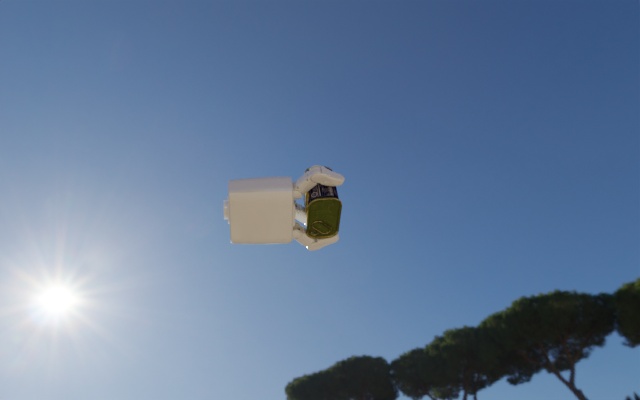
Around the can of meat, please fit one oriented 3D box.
[{"bbox_3d":[0.000,0.002,0.832,0.057,0.083,0.102,-4,-43,-7],"label":"can of meat"}]
